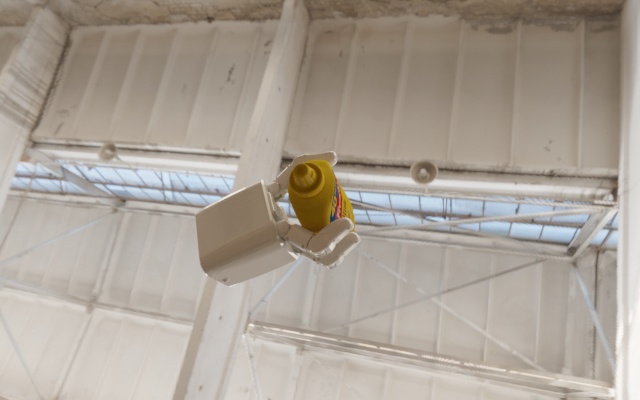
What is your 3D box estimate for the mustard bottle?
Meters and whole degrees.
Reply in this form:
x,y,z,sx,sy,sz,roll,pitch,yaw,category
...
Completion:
x,y,z,sx,sy,sz,roll,pitch,yaw,category
0.000,0.002,0.617,0.058,0.096,0.192,-2,-22,15,mustard bottle
